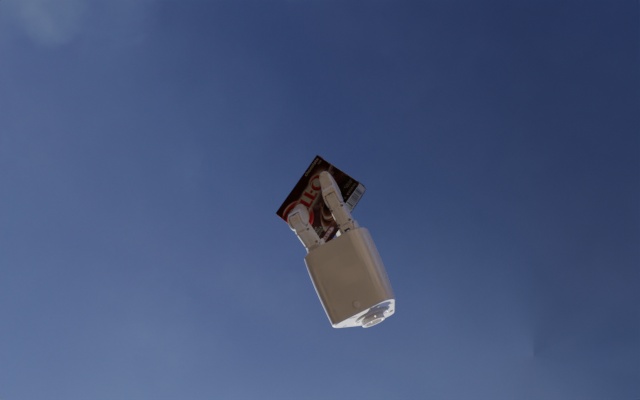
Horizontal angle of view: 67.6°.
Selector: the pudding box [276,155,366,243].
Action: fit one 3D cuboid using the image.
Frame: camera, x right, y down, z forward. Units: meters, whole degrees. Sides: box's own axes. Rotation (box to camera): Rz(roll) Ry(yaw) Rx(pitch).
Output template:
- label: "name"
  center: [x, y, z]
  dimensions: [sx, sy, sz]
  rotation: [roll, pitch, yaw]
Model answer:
- label: "pudding box"
  center: [0.000, 0.002, 0.712]
  dimensions: [0.090, 0.113, 0.039]
  rotation: [36, -1, 31]
